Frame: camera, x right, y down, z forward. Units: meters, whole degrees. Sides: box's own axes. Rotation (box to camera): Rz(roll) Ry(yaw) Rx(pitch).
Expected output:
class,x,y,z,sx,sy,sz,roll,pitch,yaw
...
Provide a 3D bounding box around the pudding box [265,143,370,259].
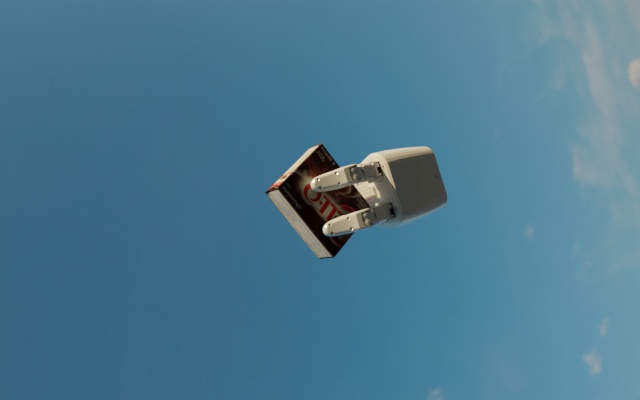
class,x,y,z,sx,sy,sz,roll,pitch,yaw
pudding box,0.000,0.002,0.587,0.090,0.113,0.039,-49,16,-32
